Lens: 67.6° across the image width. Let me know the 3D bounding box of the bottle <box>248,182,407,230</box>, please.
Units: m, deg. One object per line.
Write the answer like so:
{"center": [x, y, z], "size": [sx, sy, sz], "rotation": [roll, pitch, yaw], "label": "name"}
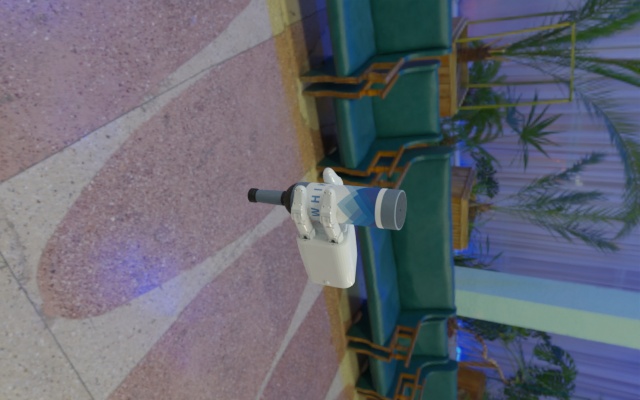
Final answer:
{"center": [0.000, 0.003, 0.848], "size": [0.295, 0.069, 0.069], "rotation": [6, 2, 25], "label": "bottle"}
